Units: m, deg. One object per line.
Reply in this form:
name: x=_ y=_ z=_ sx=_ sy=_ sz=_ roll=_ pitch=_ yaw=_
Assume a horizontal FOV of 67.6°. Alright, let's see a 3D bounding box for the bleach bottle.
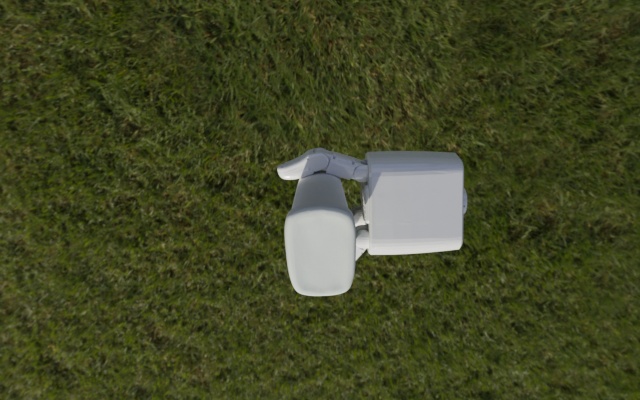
bleach bottle: x=0.000 y=0.002 z=0.564 sx=0.068 sy=0.103 sz=0.250 roll=-2 pitch=24 yaw=1
